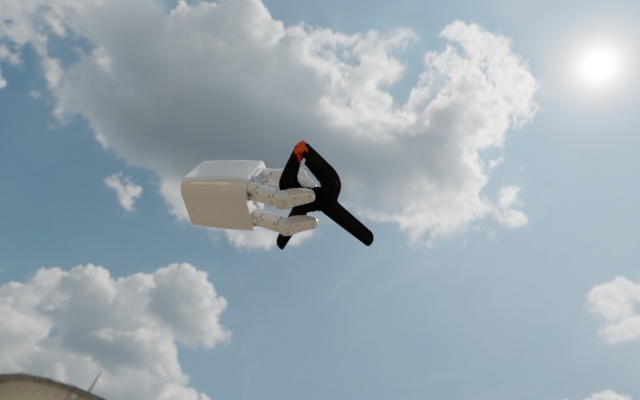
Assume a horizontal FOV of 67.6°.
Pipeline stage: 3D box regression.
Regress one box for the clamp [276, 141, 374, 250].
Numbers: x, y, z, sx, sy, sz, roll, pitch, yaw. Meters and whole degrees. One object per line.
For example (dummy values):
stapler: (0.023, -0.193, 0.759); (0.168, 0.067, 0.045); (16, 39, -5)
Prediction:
clamp: (0.000, 0.001, 0.743); (0.164, 0.210, 0.036); (1, 41, 7)
